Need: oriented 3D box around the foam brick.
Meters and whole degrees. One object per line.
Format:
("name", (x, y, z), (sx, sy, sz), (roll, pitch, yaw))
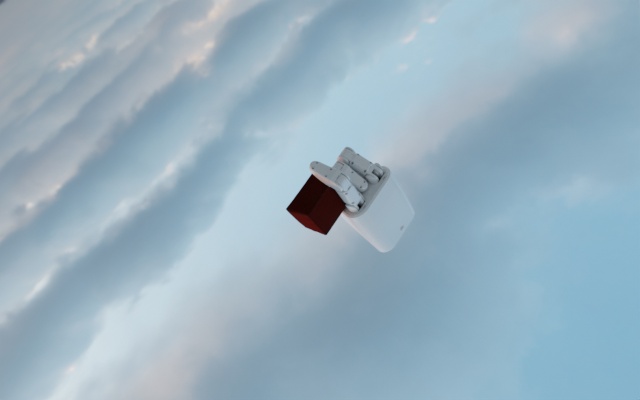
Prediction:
("foam brick", (0.000, 0.002, 0.698), (0.053, 0.078, 0.051), (17, -25, 47))
